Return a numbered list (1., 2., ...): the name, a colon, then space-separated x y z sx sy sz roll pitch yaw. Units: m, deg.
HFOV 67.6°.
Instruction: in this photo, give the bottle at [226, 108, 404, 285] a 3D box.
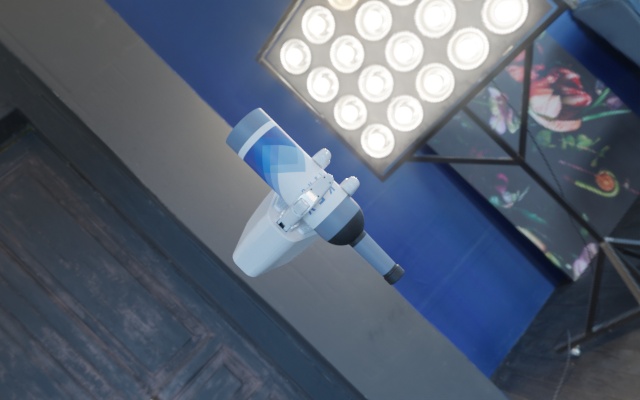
1. bottle: 0.000 0.002 0.647 0.296 0.069 0.069 45 0 0
